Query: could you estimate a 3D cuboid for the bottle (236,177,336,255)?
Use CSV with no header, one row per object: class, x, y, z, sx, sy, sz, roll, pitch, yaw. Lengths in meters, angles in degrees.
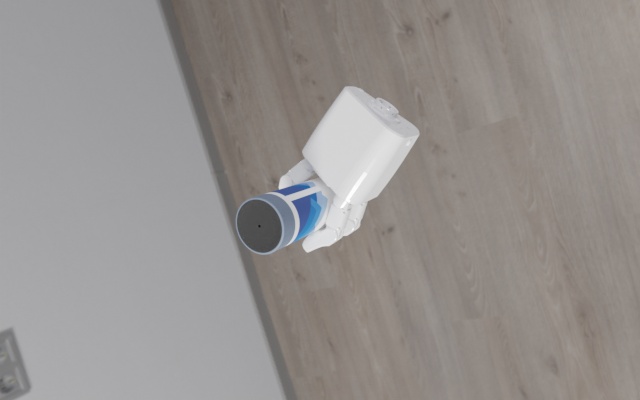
bottle,0.000,0.002,0.663,0.069,0.069,0.295,0,11,29
